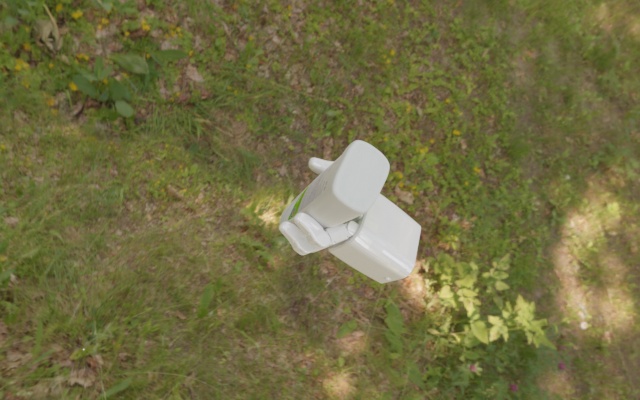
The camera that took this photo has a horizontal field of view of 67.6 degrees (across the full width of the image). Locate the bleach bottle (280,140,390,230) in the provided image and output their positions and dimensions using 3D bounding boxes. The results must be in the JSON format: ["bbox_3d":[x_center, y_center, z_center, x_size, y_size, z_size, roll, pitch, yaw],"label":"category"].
[{"bbox_3d":[0.000,0.002,0.722,0.068,0.102,0.251,35,-28,-13],"label":"bleach bottle"}]
